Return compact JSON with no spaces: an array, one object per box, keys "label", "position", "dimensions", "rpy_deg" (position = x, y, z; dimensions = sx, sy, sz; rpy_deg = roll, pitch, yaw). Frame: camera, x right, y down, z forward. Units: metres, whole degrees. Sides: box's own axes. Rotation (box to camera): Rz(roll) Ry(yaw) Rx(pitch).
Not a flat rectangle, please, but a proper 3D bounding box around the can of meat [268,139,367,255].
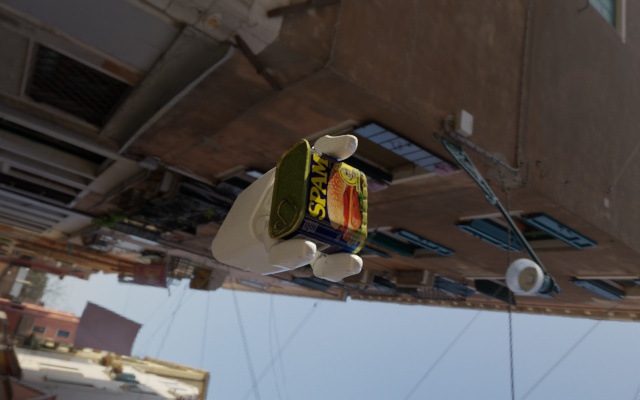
[{"label":"can of meat","position":[0.000,0.002,0.488],"dimensions":[0.084,0.102,0.057],"rpy_deg":[23,-34,-31]}]
